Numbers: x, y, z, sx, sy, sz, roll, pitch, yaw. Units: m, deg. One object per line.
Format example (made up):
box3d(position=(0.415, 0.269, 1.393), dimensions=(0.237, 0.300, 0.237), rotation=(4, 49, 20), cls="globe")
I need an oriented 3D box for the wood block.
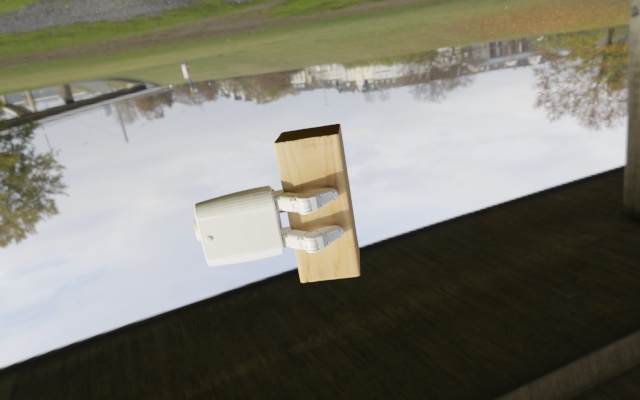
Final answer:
box3d(position=(0.000, 0.002, 0.693), dimensions=(0.090, 0.206, 0.090), rotation=(-8, 18, 5), cls="wood block")
